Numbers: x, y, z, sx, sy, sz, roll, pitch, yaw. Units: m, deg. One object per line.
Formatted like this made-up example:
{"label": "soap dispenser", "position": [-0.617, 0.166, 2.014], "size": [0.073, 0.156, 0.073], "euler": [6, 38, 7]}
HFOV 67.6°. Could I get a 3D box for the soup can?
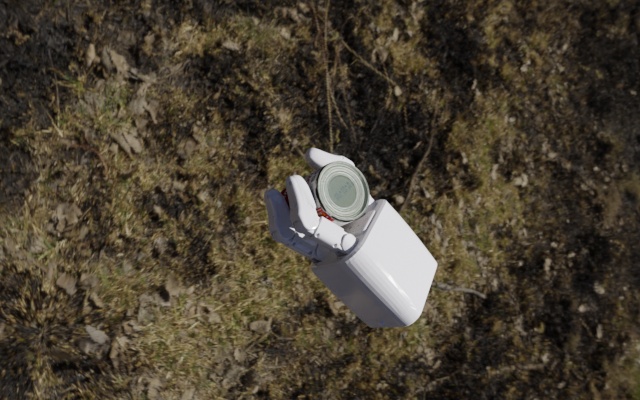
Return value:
{"label": "soup can", "position": [0.000, 0.001, 0.540], "size": [0.068, 0.068, 0.102], "euler": [0, -14, -30]}
